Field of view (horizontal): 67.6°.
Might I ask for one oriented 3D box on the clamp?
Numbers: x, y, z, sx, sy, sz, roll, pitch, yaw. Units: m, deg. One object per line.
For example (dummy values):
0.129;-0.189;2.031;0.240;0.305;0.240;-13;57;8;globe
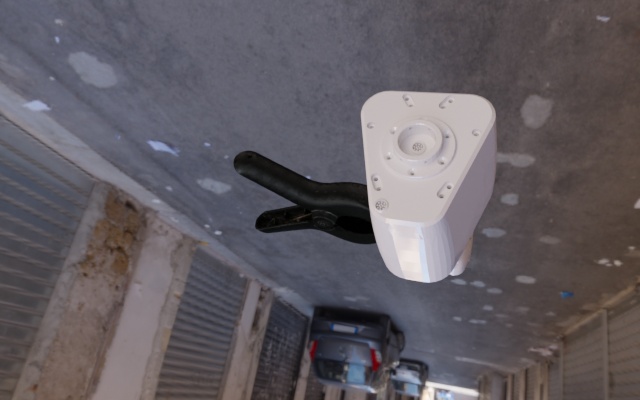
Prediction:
0.000;0.002;0.447;0.171;0.039;0.120;4;-28;18;clamp
